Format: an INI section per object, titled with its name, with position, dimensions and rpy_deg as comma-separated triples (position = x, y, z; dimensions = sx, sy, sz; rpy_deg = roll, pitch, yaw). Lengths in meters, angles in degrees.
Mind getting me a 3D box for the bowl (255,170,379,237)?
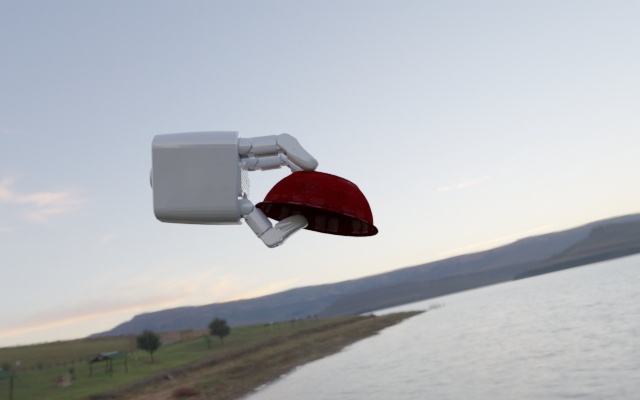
[bowl]
position = 0.001, 0.002, 0.617
dimensions = 0.162, 0.055, 0.162
rpy_deg = 12, -13, 3
